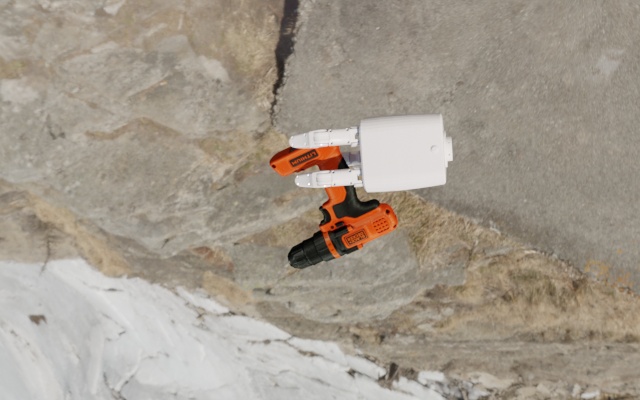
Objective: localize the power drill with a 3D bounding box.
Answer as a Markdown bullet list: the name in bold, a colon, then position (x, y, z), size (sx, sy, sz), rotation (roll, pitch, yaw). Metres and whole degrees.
- **power drill**: position (0.000, 0.002, 0.722), size (0.184, 0.188, 0.057), rotation (-26, 19, 10)
